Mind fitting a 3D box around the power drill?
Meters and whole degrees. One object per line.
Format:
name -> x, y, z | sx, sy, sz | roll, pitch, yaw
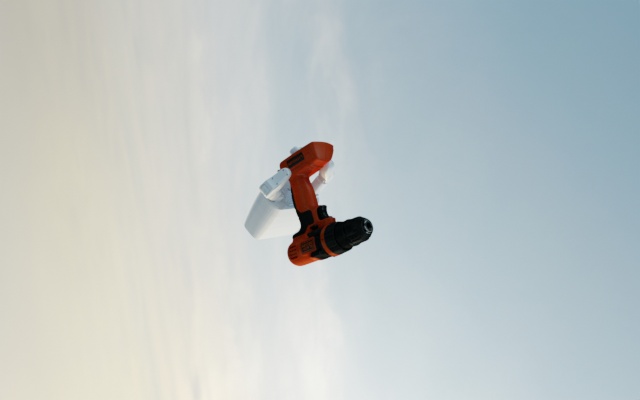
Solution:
power drill -> 0.000, 0.002, 0.782 | 0.057, 0.187, 0.184 | 6, -23, -43
